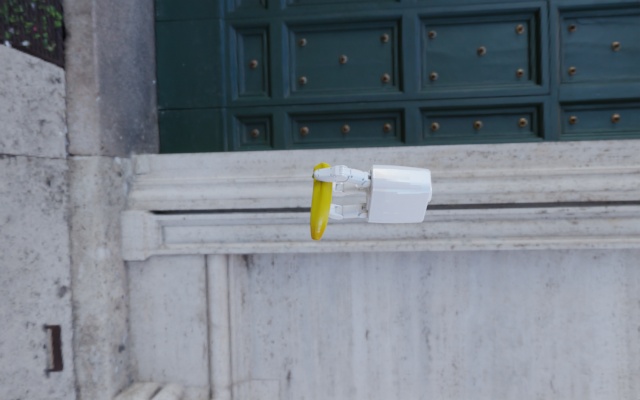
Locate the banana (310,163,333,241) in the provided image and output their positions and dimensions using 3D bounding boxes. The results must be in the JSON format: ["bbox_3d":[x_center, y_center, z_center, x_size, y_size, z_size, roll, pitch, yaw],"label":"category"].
[{"bbox_3d":[0.002,-0.014,0.873,0.037,0.070,0.197,6,38,-3],"label":"banana"}]
